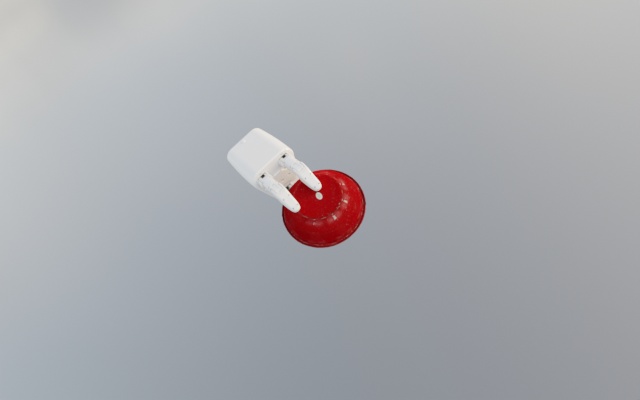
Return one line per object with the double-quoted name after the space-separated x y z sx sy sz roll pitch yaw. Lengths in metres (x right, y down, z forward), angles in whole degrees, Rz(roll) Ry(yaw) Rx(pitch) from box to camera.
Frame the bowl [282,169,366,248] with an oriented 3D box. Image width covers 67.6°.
0.001 0.003 0.877 0.162 0.162 0.055 0 -24 12 "bowl"
